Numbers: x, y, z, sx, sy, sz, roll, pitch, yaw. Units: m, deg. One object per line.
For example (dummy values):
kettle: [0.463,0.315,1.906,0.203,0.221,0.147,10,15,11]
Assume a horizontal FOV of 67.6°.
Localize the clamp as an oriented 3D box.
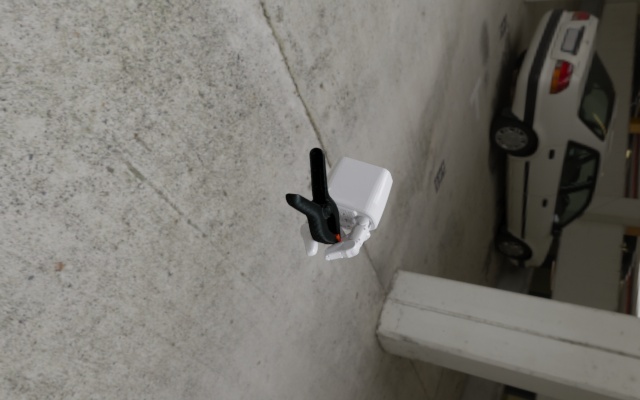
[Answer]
clamp: [0.001,0.003,0.773,0.039,0.120,0.172,8,-34,28]
